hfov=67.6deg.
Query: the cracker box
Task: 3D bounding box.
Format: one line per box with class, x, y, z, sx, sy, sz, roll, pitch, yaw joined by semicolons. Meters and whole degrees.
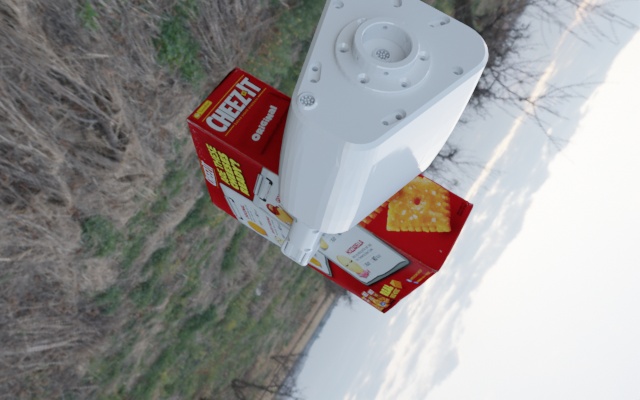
cracker box;0.000;0.002;0.421;0.213;0.072;0.164;32;-22;8
